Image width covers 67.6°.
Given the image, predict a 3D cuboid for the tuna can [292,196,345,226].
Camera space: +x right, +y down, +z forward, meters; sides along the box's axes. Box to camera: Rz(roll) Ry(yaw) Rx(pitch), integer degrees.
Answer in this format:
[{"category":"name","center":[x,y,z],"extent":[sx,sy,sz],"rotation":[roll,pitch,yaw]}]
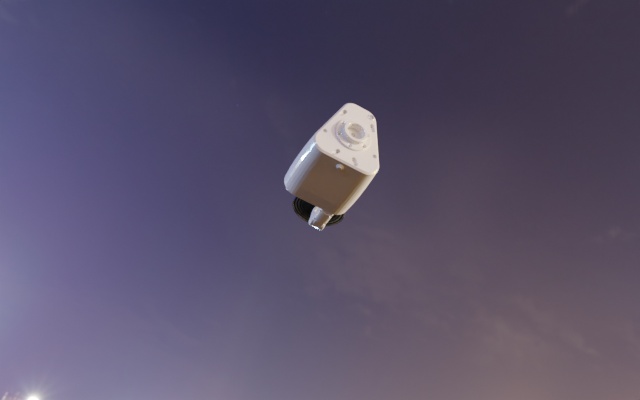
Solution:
[{"category":"tuna can","center":[0.000,0.002,0.770],"extent":[0.086,0.033,0.086],"rotation":[10,-38,8]}]
